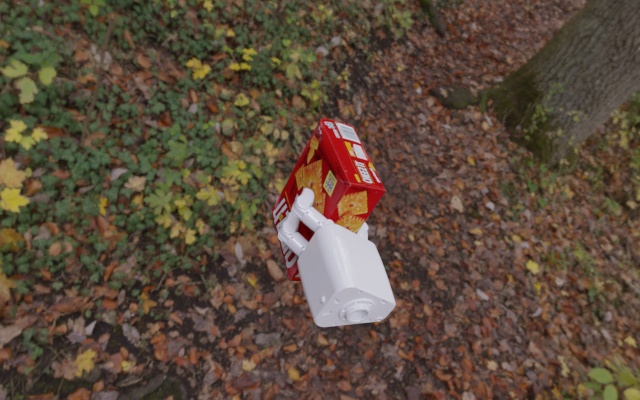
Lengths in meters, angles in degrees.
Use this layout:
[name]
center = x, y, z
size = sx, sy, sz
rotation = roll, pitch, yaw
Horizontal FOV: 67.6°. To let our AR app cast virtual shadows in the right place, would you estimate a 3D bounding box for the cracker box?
[cracker box]
center = 0.000, 0.002, 0.763
size = 0.072, 0.214, 0.164
rotation = 11, 39, -28
